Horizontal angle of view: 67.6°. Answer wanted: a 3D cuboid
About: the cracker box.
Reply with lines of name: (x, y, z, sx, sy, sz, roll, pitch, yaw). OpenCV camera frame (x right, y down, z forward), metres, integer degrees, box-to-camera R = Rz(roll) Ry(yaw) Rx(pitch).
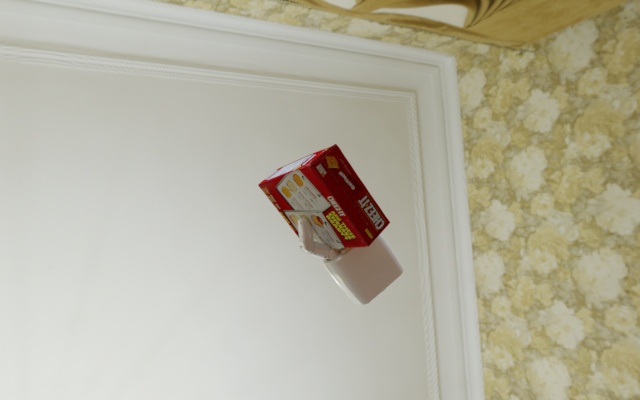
cracker box: (0.000, 0.003, 0.840, 0.072, 0.164, 0.214, -43, 14, -27)
